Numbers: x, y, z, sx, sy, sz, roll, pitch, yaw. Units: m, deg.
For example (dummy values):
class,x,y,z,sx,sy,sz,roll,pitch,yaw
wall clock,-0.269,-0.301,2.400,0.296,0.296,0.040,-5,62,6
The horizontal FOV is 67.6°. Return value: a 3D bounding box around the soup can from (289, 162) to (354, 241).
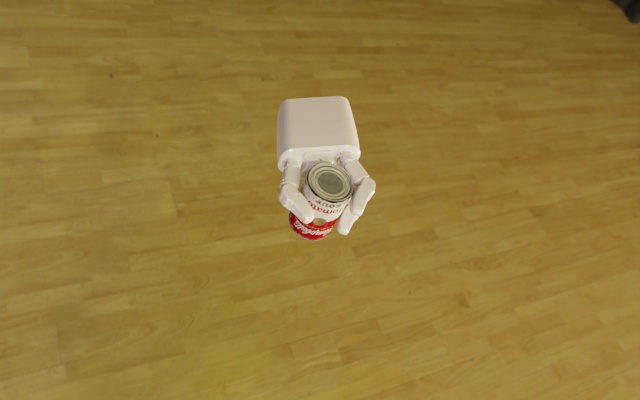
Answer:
class,x,y,z,sx,sy,sz,roll,pitch,yaw
soup can,0.000,0.002,0.672,0.068,0.068,0.102,0,-34,-20
